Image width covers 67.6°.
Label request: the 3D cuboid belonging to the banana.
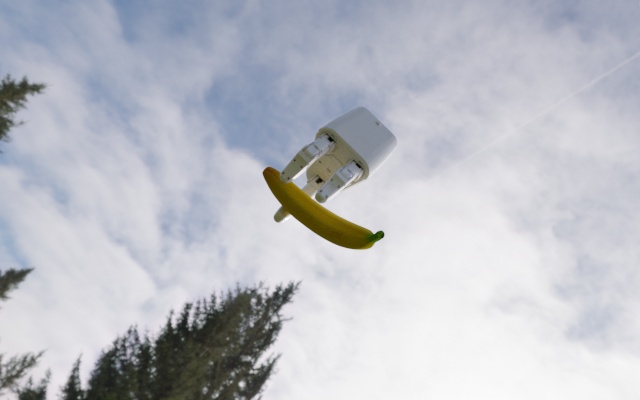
[{"bbox_3d":[0.001,0.018,0.649,0.197,0.070,0.037,28,45,23],"label":"banana"}]
